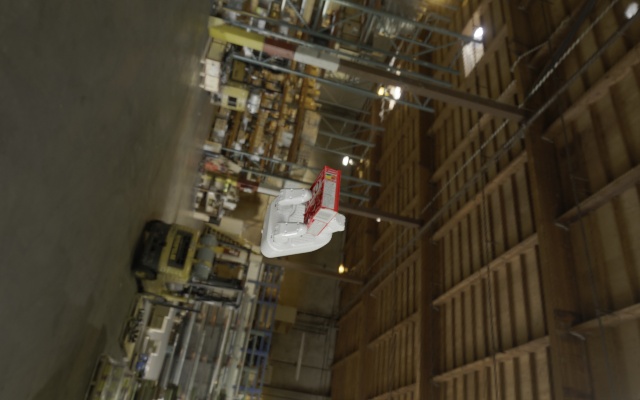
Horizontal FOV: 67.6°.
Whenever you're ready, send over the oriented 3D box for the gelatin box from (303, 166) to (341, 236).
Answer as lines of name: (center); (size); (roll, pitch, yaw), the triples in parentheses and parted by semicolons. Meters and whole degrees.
gelatin box: (0.001, 0.002, 0.719); (0.030, 0.073, 0.089); (15, -31, -14)
